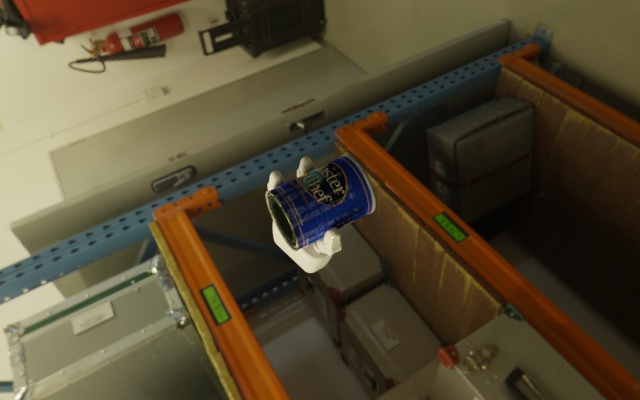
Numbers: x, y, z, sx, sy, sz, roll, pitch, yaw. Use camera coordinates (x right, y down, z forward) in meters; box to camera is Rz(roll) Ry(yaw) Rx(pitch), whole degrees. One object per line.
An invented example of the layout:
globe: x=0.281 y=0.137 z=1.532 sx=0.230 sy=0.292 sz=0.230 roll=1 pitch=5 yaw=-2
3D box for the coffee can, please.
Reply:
coffee can: x=0.000 y=0.002 z=0.741 sx=0.140 sy=0.103 sz=0.103 roll=-26 pitch=8 yaw=-17
